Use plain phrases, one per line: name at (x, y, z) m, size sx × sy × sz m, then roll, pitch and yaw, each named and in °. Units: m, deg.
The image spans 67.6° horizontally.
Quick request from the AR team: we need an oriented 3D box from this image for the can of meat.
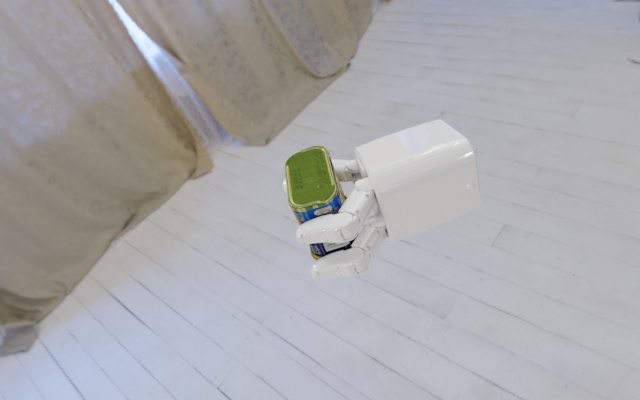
can of meat at (0.000, 0.001, 0.525) m, size 0.057 × 0.084 × 0.102 m, roll -18°, pitch 41°, yaw 5°
